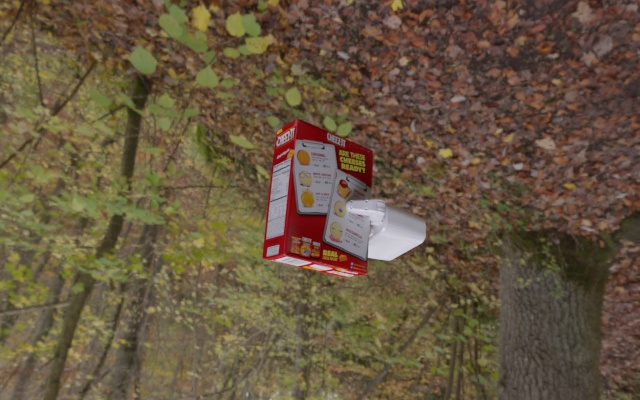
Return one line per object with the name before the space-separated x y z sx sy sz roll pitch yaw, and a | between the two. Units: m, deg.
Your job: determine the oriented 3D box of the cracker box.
cracker box | 0.000 0.003 0.756 0.164 0.213 0.072 18 -23 -36
